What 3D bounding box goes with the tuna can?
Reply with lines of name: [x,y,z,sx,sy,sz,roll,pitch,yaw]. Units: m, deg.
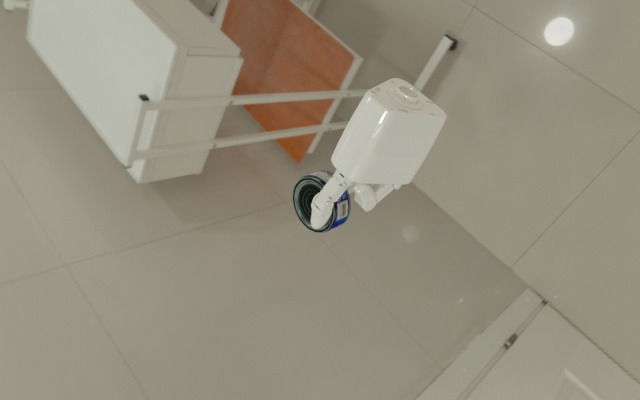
tuna can: [0.000,0.002,0.679,0.086,0.086,0.033,0,16,46]
